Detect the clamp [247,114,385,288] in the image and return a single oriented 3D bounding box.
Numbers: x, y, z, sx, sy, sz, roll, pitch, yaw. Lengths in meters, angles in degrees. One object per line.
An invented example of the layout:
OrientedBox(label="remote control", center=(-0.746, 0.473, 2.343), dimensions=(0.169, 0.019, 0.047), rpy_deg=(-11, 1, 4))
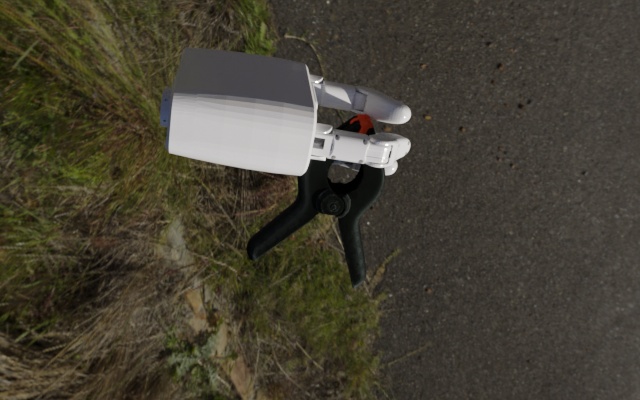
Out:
OrientedBox(label="clamp", center=(0.000, 0.002, 0.440), dimensions=(0.120, 0.171, 0.039), rpy_deg=(7, 22, -13))
